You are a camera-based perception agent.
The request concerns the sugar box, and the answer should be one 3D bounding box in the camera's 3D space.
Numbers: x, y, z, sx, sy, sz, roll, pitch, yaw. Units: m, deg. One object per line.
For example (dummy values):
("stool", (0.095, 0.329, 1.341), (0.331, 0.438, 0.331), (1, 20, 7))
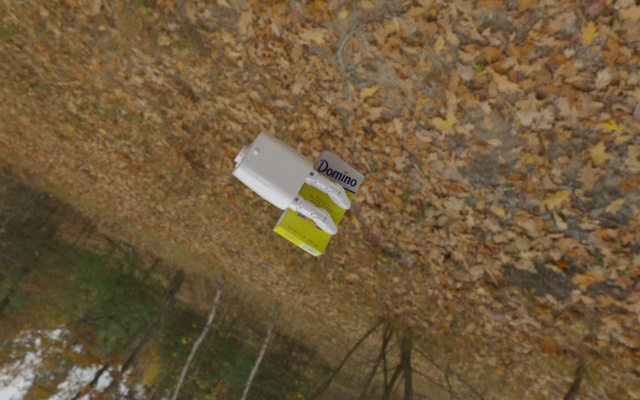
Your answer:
("sugar box", (0.000, 0.003, 0.865), (0.093, 0.176, 0.048), (34, -21, -10))
